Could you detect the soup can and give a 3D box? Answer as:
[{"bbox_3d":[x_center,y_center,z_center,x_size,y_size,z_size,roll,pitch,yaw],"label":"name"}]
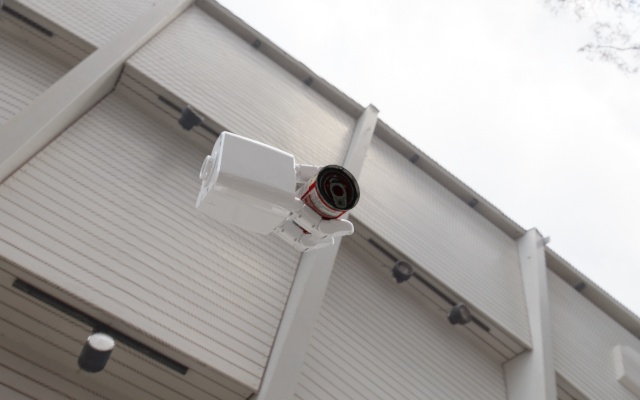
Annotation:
[{"bbox_3d":[0.000,0.002,0.675,0.068,0.068,0.102,0,-23,-32],"label":"soup can"}]
